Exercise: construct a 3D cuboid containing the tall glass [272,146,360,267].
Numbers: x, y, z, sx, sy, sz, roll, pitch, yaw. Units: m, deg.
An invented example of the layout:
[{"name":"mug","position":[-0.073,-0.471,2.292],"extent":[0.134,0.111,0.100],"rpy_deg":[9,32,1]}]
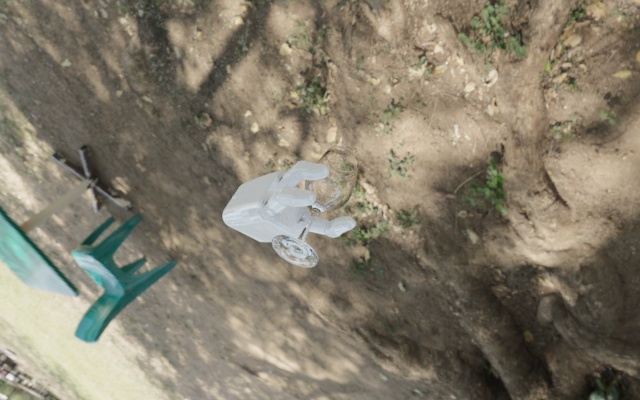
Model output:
[{"name":"tall glass","position":[0.000,0.003,0.749],"extent":[0.079,0.201,0.079],"rpy_deg":[18,-36,14]}]
